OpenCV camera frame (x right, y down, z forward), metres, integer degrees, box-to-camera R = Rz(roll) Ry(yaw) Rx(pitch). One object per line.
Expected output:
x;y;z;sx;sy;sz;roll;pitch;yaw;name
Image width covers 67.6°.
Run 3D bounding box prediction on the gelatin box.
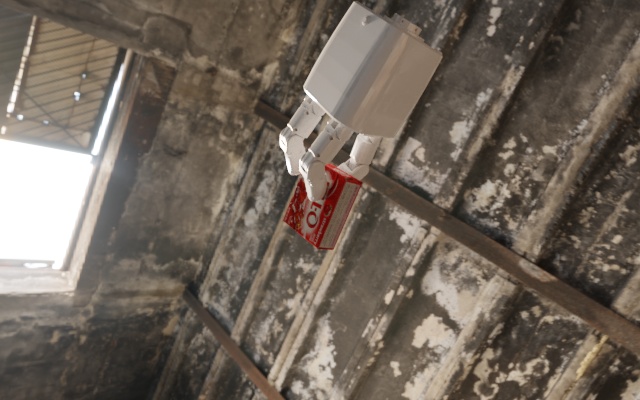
0.000;0.002;0.555;0.030;0.089;0.073;10;18;-44;gelatin box
